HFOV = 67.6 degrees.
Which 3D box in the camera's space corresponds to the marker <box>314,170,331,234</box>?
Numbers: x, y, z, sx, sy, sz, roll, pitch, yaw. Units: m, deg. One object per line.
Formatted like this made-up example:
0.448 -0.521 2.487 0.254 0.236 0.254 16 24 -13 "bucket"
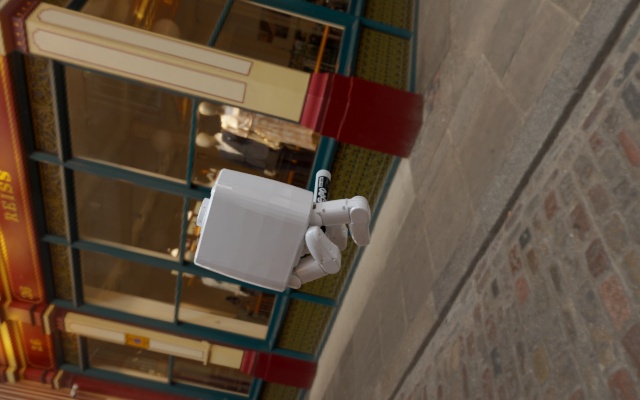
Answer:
0.000 0.002 0.574 0.020 0.020 0.121 0 35 5 "marker"
